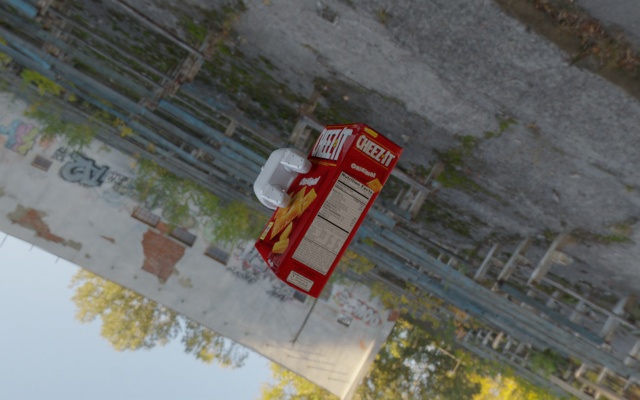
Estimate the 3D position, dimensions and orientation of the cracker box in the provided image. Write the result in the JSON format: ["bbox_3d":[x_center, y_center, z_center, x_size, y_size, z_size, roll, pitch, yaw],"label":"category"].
[{"bbox_3d":[0.000,0.002,0.642,0.072,0.213,0.164,30,-1,-18],"label":"cracker box"}]
